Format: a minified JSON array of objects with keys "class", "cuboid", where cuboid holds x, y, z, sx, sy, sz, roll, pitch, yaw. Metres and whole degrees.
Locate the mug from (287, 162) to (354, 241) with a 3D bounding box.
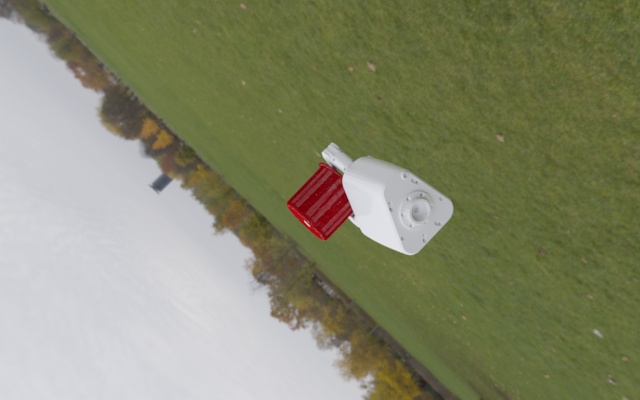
[{"class":"mug","cuboid":[-0.001,0.002,0.717,0.093,0.081,0.117,48,-9,-23]}]
